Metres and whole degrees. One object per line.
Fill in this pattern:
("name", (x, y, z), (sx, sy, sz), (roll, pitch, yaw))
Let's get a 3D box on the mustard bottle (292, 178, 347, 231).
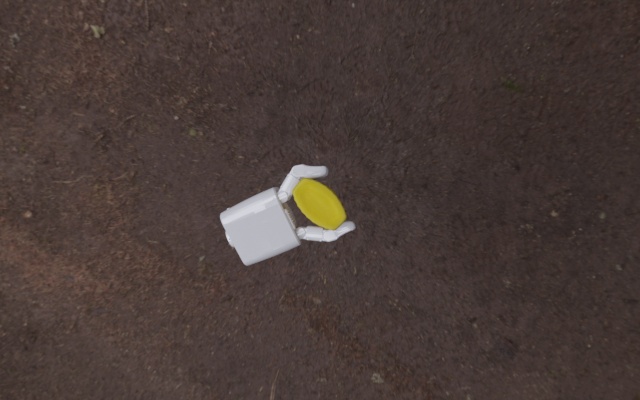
("mustard bottle", (0.000, 0.003, 0.842), (0.096, 0.058, 0.191), (41, 2, -1))
